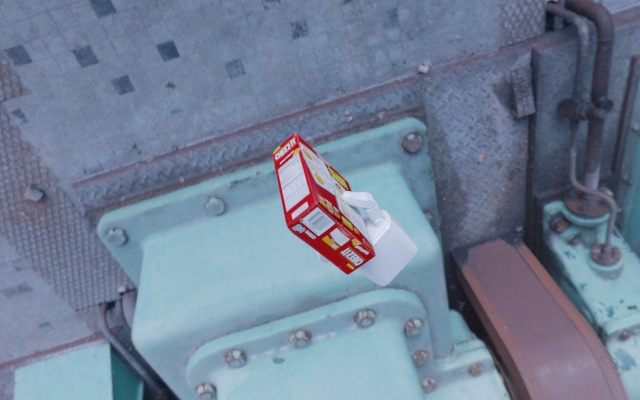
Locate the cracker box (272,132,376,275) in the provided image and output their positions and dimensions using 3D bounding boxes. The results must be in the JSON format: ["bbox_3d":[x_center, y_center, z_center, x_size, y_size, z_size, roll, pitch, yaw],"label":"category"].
[{"bbox_3d":[0.000,0.003,0.832,0.072,0.213,0.164,-37,-54,16],"label":"cracker box"}]
